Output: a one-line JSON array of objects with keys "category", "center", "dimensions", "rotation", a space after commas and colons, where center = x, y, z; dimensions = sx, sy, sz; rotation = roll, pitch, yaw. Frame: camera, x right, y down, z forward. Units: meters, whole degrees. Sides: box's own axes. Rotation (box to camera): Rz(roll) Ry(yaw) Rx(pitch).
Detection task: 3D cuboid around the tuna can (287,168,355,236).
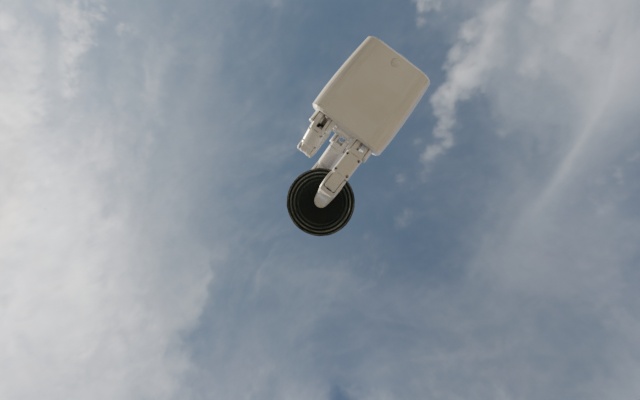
[{"category": "tuna can", "center": [0.000, 0.002, 0.615], "dimensions": [0.086, 0.086, 0.034], "rotation": [0, 0, -1]}]
